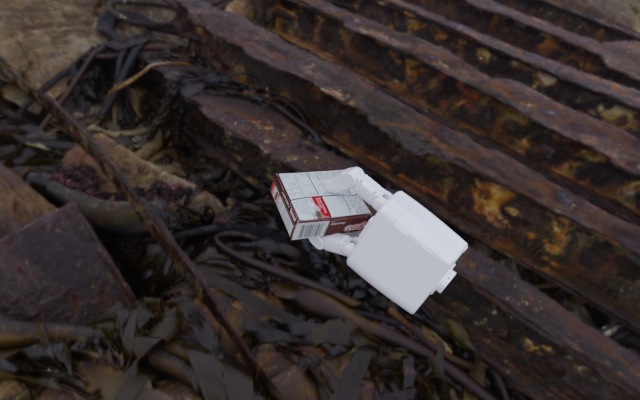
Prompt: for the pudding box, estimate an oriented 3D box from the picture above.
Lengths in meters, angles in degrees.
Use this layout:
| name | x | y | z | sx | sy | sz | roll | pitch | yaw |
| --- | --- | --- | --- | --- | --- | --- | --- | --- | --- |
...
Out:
| name | x | y | z | sx | sy | sz | roll | pitch | yaw |
| --- | --- | --- | --- | --- | --- | --- | --- | --- | --- |
| pudding box | 0.000 | 0.002 | 0.642 | 0.113 | 0.090 | 0.039 | -4 | -42 | -28 |
